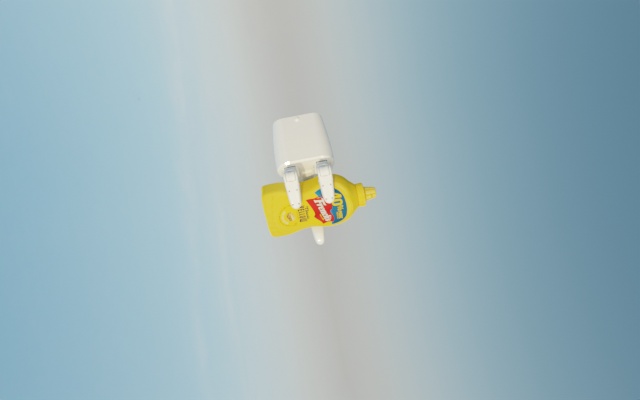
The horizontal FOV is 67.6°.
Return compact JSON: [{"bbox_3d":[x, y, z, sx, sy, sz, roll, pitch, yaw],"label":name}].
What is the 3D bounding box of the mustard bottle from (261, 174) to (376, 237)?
[{"bbox_3d":[0.000,0.003,0.817,0.191,0.096,0.058,-11,34,-1],"label":"mustard bottle"}]
